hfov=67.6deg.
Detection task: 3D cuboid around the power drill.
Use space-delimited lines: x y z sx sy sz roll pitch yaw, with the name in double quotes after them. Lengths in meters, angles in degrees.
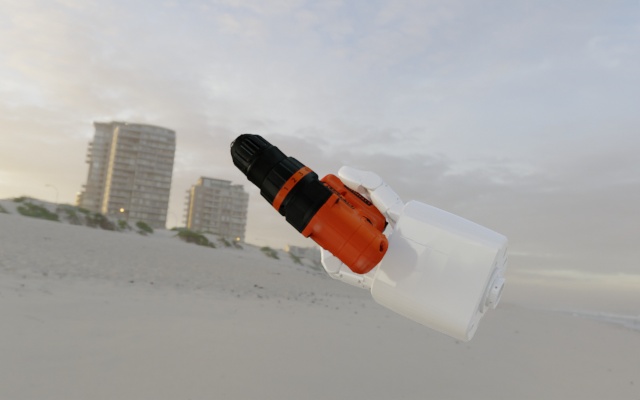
0.000 0.002 0.522 0.184 0.057 0.187 42 9 11 "power drill"
